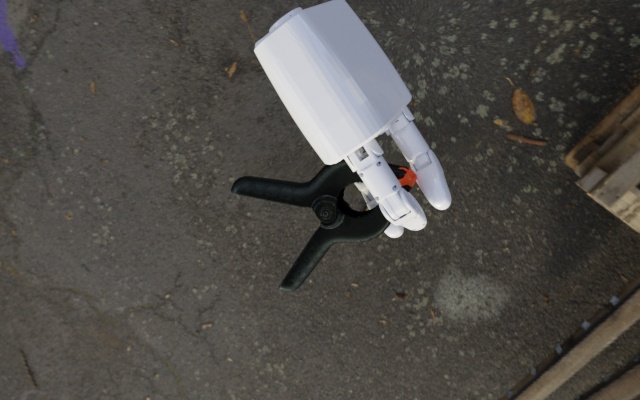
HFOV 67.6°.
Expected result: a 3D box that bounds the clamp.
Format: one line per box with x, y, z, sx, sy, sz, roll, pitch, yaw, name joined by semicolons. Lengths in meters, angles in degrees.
0.000;0.002;0.437;0.171;0.120;0.039;-32;10;20;clamp
